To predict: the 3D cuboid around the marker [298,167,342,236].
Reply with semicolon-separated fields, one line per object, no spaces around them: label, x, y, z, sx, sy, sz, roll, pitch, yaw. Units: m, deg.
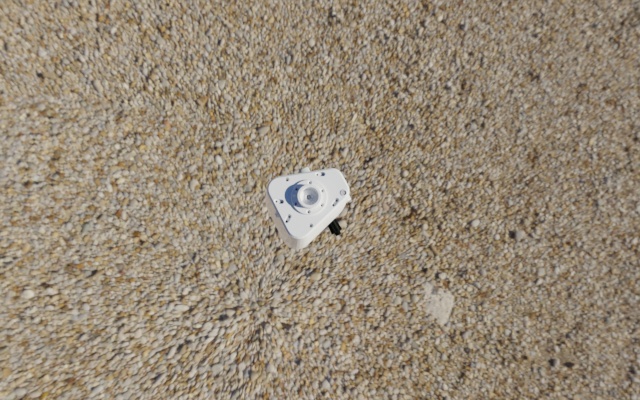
marker;0.000;0.003;0.766;0.020;0.121;0.020;-28;-8;-4
